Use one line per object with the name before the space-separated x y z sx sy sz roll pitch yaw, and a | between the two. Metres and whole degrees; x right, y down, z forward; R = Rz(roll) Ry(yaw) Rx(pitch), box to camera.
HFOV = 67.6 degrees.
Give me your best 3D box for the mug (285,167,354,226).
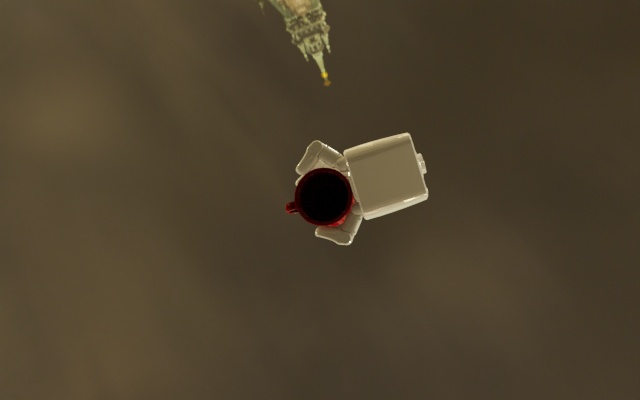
mug | -0.001 0.003 0.788 0.117 0.093 0.081 -17 -11 8
